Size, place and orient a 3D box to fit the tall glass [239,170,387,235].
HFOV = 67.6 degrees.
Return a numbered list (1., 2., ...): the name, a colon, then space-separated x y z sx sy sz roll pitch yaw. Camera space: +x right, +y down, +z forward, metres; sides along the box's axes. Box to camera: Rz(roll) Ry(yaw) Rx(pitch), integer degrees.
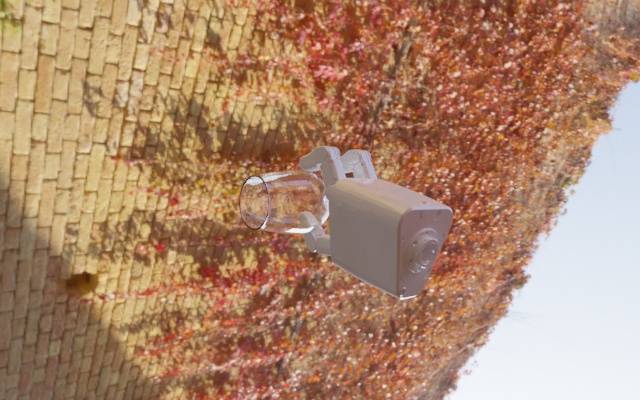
1. tall glass: 0.001 0.002 0.599 0.201 0.079 0.079 0 0 -41
